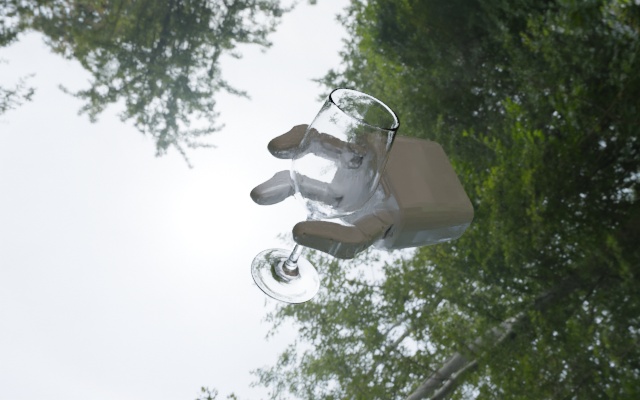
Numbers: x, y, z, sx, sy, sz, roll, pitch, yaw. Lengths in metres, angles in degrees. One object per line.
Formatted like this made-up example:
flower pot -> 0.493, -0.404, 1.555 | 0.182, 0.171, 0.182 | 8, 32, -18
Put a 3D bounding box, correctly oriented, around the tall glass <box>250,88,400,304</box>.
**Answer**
tall glass -> 0.000, 0.002, 0.434 | 0.079, 0.201, 0.079 | 17, 35, -12
